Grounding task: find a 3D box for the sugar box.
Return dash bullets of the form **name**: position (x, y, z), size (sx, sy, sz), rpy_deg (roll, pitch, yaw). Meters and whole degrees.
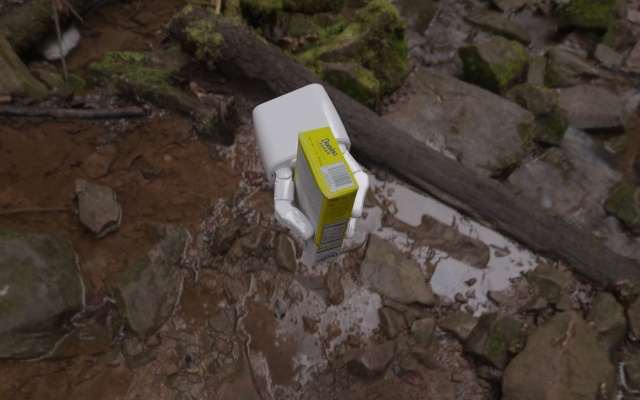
- **sugar box**: position (0.001, 0.002, 0.595), size (0.048, 0.093, 0.176), rpy_deg (-16, -29, -13)
